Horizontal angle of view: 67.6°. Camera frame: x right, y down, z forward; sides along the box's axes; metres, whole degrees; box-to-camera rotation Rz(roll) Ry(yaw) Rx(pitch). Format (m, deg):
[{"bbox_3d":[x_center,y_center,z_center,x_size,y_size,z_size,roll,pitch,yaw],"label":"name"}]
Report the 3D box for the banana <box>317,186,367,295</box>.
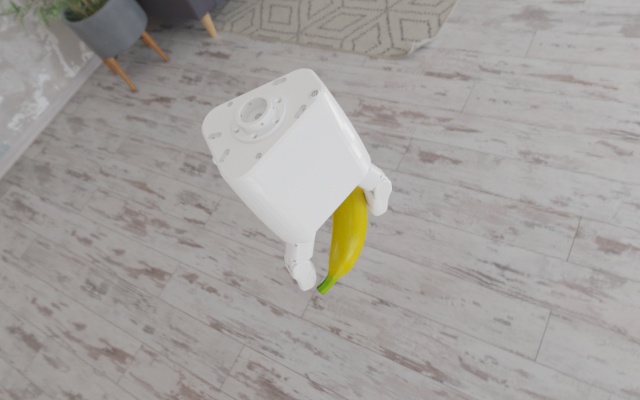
[{"bbox_3d":[0.017,-0.001,0.526,0.069,0.197,0.037,-18,-35,22],"label":"banana"}]
